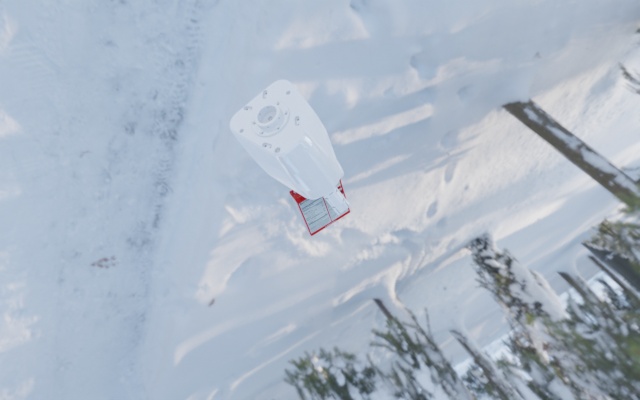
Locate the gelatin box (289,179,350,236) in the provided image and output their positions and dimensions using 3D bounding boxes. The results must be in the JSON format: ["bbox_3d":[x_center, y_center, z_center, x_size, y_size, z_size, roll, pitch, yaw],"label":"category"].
[{"bbox_3d":[0.000,0.003,0.711,0.073,0.089,0.030,-32,50,-10],"label":"gelatin box"}]
